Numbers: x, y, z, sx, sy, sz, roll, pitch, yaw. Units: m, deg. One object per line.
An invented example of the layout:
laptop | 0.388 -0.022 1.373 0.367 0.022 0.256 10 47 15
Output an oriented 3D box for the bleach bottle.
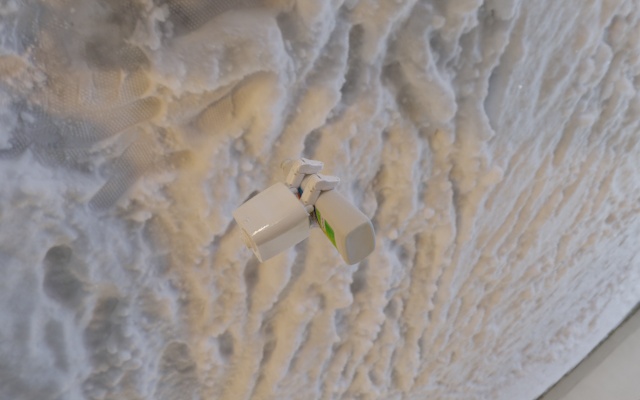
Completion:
bleach bottle | 0.000 0.003 0.885 0.068 0.103 0.250 -31 49 -15
